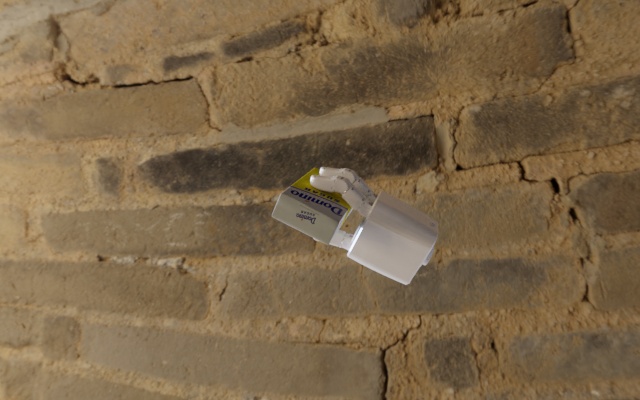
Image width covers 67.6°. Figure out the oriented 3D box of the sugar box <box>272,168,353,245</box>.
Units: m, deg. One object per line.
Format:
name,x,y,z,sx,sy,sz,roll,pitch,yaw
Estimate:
sugar box,0.000,0.002,0.736,0.093,0.048,0.176,26,18,6
